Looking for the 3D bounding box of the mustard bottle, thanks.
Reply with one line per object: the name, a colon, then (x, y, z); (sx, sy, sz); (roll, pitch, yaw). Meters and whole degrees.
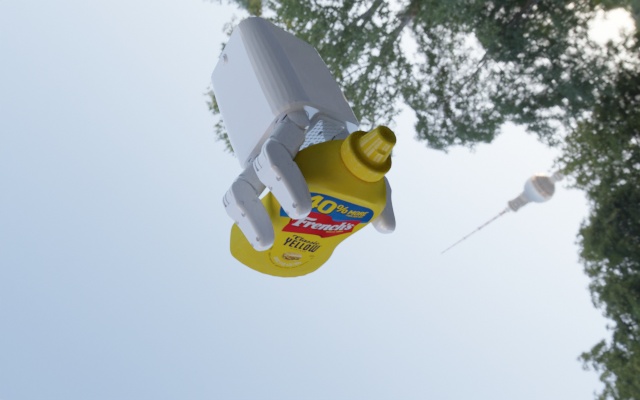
mustard bottle: (0.000, 0.002, 0.411); (0.096, 0.058, 0.192); (18, -41, -25)
